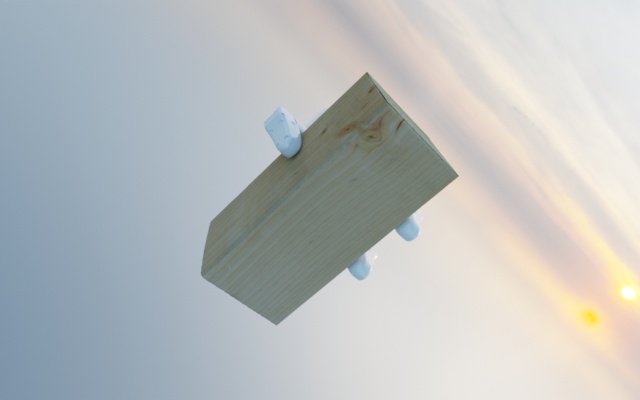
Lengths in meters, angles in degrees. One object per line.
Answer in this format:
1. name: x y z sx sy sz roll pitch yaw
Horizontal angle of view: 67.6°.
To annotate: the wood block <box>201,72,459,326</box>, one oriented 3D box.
1. wood block: 0.000 0.001 0.418 0.091 0.206 0.090 40 18 -24
